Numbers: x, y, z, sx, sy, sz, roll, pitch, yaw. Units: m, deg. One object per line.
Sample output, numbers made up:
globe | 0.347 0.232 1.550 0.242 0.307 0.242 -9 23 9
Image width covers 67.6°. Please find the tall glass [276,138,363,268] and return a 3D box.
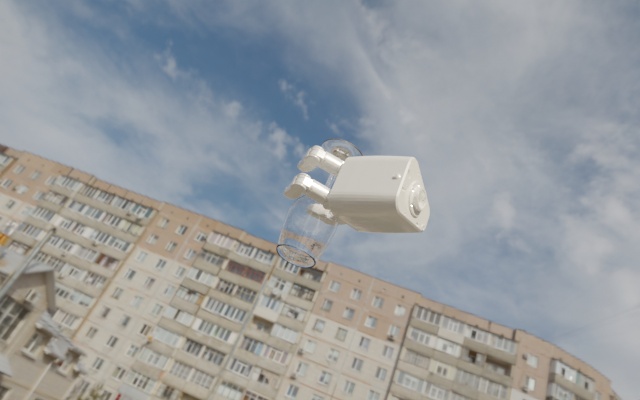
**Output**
tall glass | 0.000 0.002 0.731 0.079 0.201 0.079 18 -31 11
